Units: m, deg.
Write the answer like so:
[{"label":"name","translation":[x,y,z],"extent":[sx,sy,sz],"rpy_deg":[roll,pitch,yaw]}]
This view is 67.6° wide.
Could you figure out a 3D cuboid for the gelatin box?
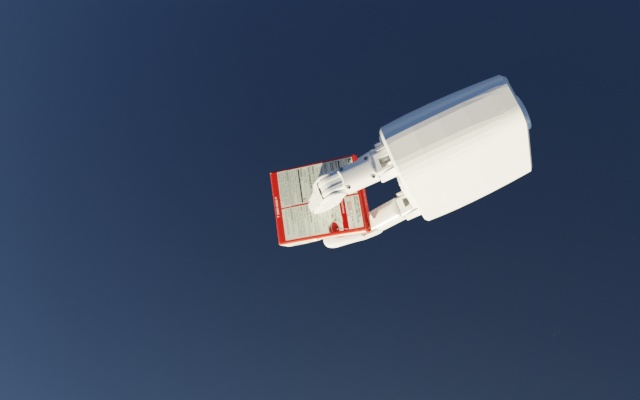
[{"label":"gelatin box","translation":[0.000,0.002,0.464],"extent":[0.089,0.073,0.030],"rpy_deg":[-11,-11,12]}]
